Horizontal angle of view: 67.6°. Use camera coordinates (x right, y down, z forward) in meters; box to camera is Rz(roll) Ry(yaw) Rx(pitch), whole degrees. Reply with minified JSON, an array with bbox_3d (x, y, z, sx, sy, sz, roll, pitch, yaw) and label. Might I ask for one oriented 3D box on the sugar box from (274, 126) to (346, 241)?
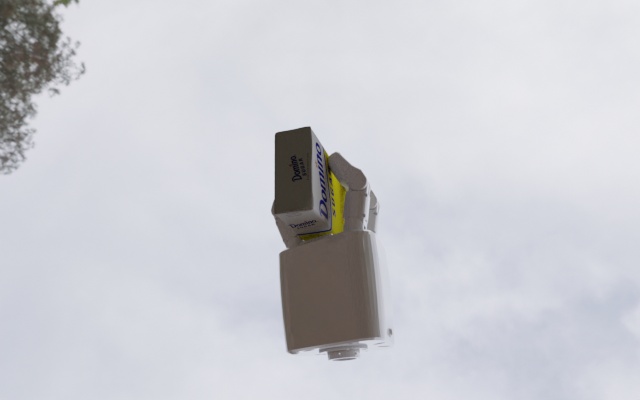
[{"bbox_3d":[0.001,0.002,0.536,0.048,0.093,0.176,-8,-24,13],"label":"sugar box"}]
